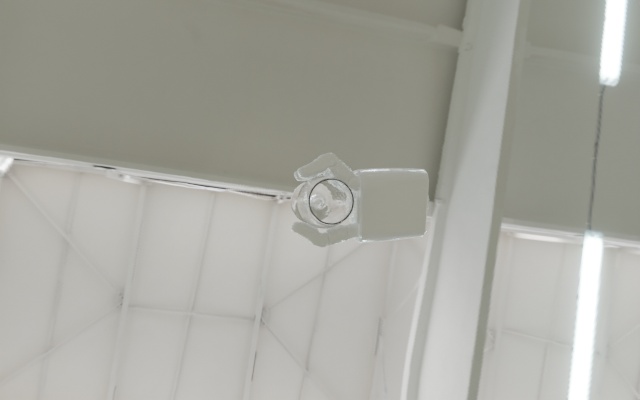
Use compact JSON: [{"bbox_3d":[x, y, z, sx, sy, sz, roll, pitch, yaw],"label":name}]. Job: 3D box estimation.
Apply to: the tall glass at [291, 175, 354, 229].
[{"bbox_3d":[0.000,0.002,0.731,0.079,0.079,0.201,0,0,-8],"label":"tall glass"}]
